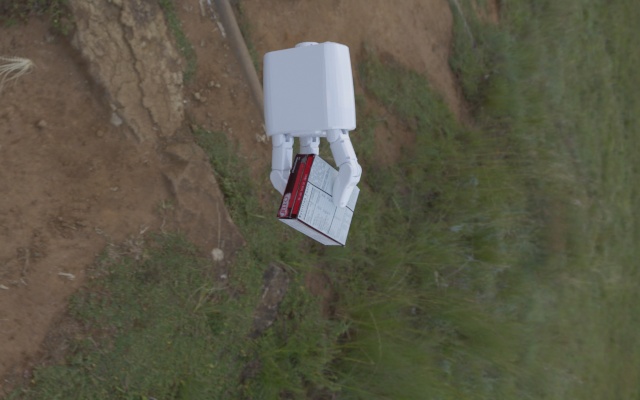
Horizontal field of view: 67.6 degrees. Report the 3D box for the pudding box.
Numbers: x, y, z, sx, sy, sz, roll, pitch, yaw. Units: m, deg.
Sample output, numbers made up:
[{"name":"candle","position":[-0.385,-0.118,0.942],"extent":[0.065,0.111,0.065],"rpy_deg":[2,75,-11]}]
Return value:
[{"name":"pudding box","position":[0.000,0.002,0.624],"extent":[0.039,0.090,0.113],"rpy_deg":[3,-21,41]}]
